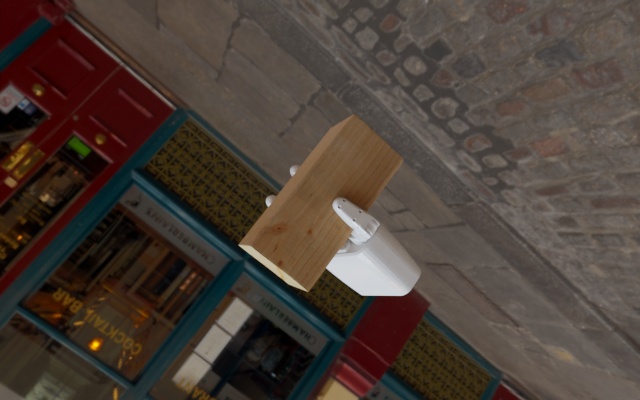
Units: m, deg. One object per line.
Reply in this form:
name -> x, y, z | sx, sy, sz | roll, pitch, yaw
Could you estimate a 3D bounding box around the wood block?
wood block -> 0.000, 0.002, 0.610 | 0.090, 0.206, 0.091 | 40, -15, -13
